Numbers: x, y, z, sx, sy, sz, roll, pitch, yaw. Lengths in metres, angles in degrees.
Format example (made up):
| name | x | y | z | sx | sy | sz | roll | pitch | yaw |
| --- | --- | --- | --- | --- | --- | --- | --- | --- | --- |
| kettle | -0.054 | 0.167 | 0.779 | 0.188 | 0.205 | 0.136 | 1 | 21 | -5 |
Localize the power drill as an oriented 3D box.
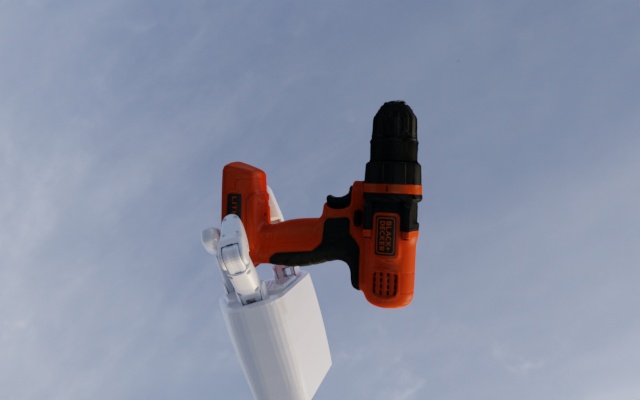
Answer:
| name | x | y | z | sx | sy | sz | roll | pitch | yaw |
| --- | --- | --- | --- | --- | --- | --- | --- | --- | --- |
| power drill | 0.000 | 0.002 | 0.448 | 0.187 | 0.184 | 0.057 | 2 | 0 | 21 |
